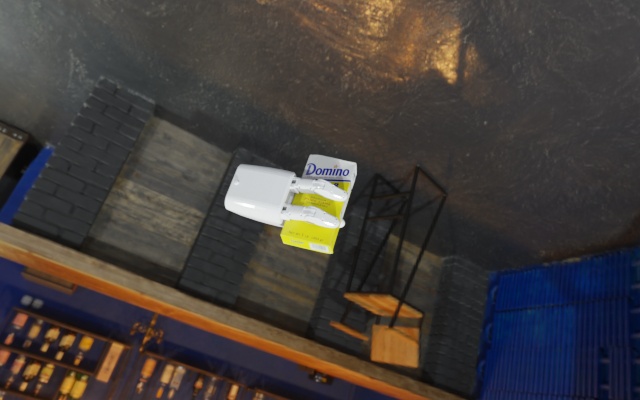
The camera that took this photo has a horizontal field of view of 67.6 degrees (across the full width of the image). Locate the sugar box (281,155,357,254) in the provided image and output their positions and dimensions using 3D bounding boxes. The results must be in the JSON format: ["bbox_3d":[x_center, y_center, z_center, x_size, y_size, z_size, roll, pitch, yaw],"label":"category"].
[{"bbox_3d":[0.000,0.003,0.867,0.093,0.176,0.048,12,-24,11],"label":"sugar box"}]
